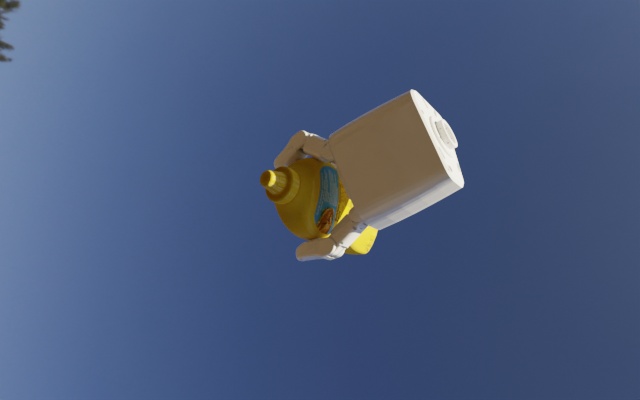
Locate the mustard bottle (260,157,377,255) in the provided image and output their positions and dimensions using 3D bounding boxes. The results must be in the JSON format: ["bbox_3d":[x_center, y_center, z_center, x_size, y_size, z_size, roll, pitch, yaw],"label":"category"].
[{"bbox_3d":[0.000,0.002,0.571,0.058,0.096,0.192,-2,-17,37],"label":"mustard bottle"}]
